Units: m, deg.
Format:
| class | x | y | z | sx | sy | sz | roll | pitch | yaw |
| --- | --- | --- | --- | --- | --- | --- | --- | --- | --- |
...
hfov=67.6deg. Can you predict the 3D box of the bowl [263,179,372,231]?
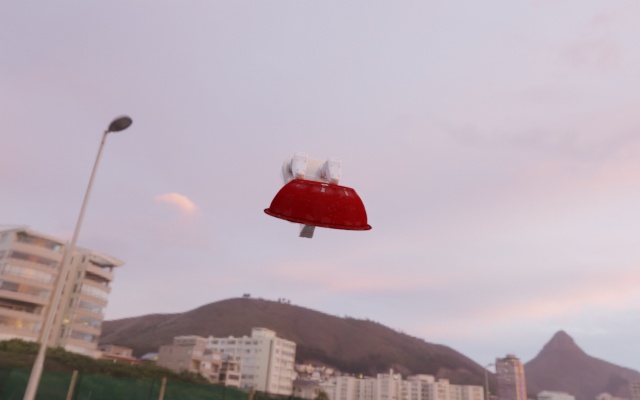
| class | x | y | z | sx | sy | sz | roll | pitch | yaw |
| --- | --- | --- | --- | --- | --- | --- | --- | --- | --- |
| bowl | 0.001 | 0.002 | 0.699 | 0.162 | 0.055 | 0.162 | 9 | 5 | -1 |
